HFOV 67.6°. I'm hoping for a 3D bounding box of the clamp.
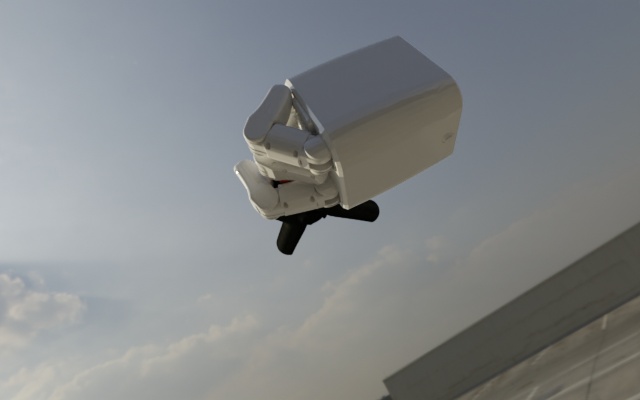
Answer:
[{"bbox_3d":[0.000,0.001,0.474,0.120,0.039,0.171,-24,-25,-4],"label":"clamp"}]
